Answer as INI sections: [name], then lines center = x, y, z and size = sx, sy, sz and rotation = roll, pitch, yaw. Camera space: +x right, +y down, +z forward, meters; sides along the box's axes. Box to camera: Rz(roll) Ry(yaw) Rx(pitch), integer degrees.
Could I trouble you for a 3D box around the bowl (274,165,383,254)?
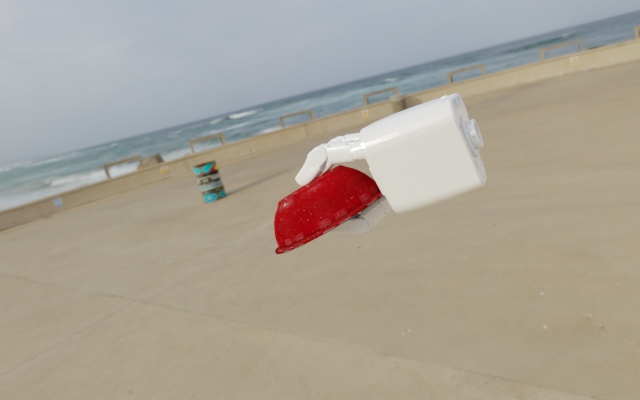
[bowl]
center = -0.001, 0.002, 0.594
size = 0.162, 0.055, 0.162
rotation = -31, 4, 2
